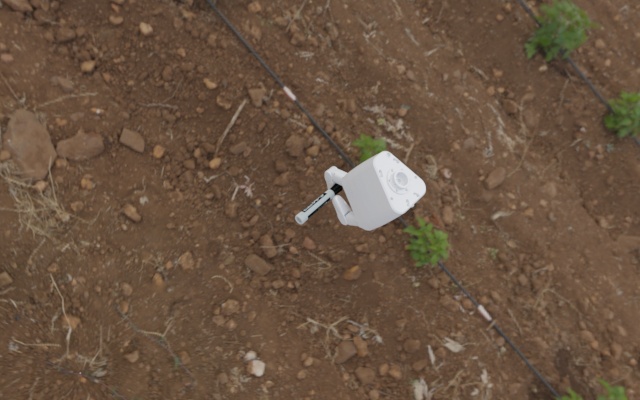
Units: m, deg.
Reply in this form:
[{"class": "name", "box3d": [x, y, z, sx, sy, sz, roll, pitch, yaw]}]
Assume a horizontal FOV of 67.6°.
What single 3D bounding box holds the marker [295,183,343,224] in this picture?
[{"class": "marker", "box3d": [0.000, 0.003, 0.889, 0.121, 0.020, 0.020, -40, 23, -32]}]
